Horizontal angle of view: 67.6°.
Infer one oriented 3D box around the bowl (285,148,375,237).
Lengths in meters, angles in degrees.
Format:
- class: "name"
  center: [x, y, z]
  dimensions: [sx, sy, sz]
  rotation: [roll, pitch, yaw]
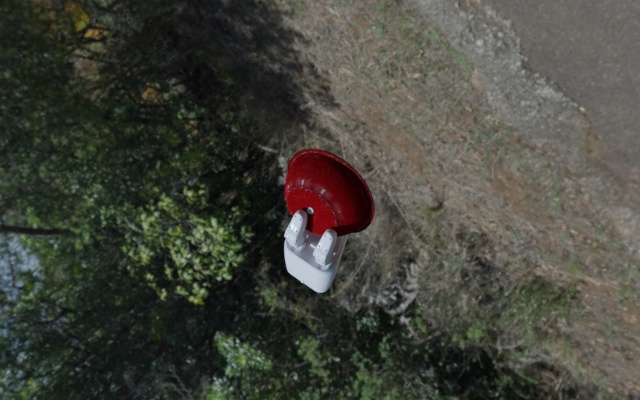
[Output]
- class: "bowl"
  center: [0.000, 0.002, 0.732]
  dimensions: [0.162, 0.162, 0.055]
  rotation: [0, 35, 42]
